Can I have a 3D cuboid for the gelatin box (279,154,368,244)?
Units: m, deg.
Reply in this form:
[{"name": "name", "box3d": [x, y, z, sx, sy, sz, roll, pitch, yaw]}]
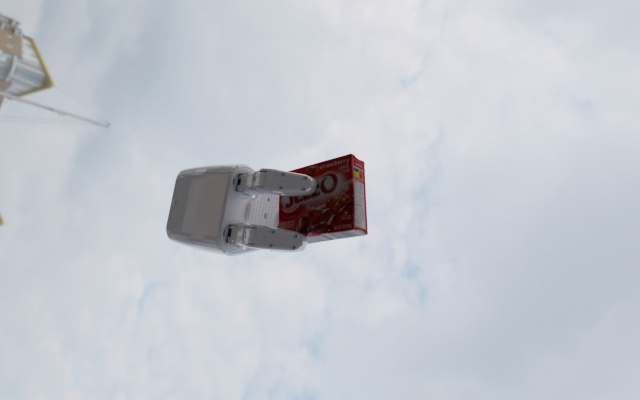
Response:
[{"name": "gelatin box", "box3d": [0.001, 0.002, 0.462, 0.089, 0.073, 0.030, -12, -20, 32]}]
